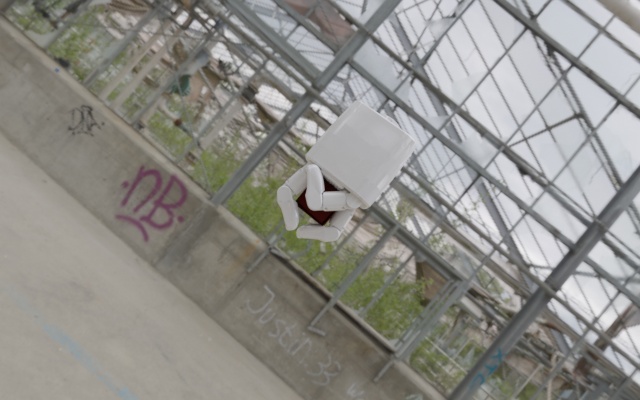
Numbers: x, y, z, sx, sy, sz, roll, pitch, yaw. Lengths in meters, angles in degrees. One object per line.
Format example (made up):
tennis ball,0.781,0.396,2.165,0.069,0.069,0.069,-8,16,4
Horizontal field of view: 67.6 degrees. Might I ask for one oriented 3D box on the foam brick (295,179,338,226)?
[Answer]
foam brick,0.000,0.002,0.686,0.053,0.051,0.078,39,-3,2
